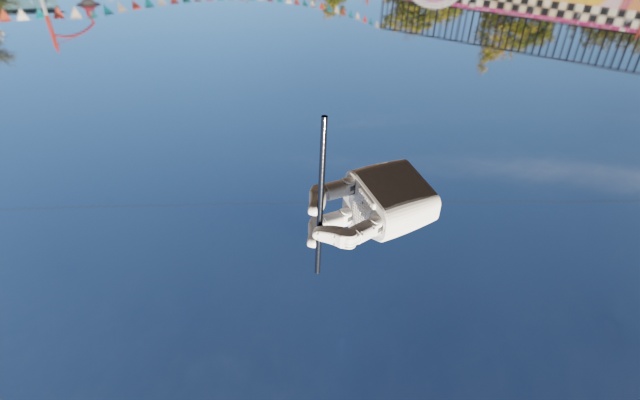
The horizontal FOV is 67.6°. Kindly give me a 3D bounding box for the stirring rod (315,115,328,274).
[{"bbox_3d":[0.000,0.002,0.629,0.011,0.240,0.011,2,32,-1],"label":"stirring rod"}]
